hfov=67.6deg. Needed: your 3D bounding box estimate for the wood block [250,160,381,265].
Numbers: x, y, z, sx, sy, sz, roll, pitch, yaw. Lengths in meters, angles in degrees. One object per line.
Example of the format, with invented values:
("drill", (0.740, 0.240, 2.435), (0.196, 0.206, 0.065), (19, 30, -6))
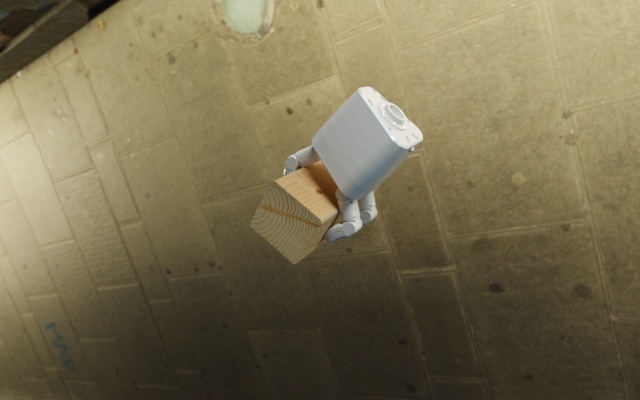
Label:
("wood block", (0.000, 0.002, 0.734), (0.091, 0.090, 0.206), (40, 32, 14))
